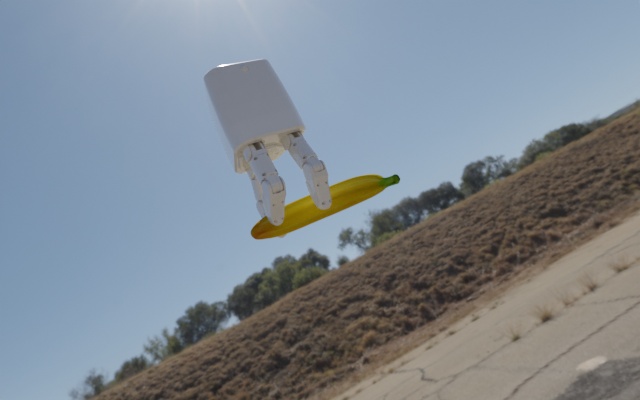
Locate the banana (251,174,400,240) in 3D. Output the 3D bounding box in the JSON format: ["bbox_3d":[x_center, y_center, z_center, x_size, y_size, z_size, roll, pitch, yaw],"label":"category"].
[{"bbox_3d":[0.002,0.004,0.618,0.198,0.037,0.069,-23,-7,-6],"label":"banana"}]
